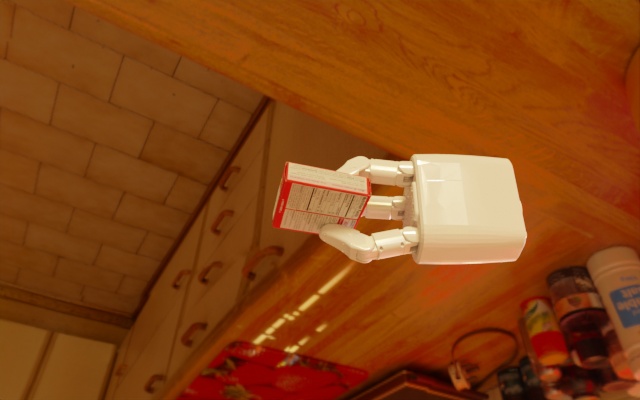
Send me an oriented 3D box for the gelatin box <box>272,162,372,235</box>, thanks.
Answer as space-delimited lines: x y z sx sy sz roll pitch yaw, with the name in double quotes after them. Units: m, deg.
0.000 0.002 0.492 0.089 0.030 0.073 9 -43 -10 "gelatin box"
